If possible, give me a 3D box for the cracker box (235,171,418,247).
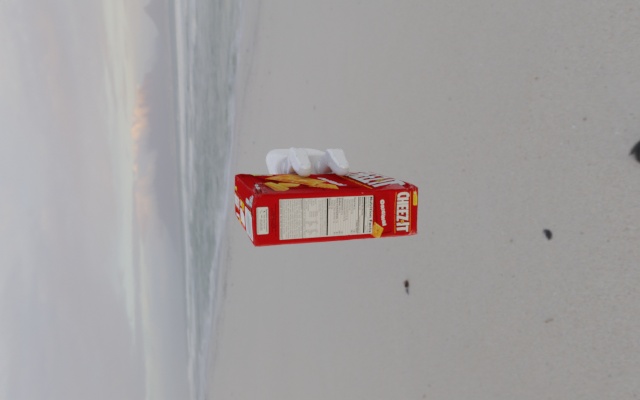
[{"bbox_3d":[0.000,0.002,0.649,0.214,0.072,0.164,-3,12,-17],"label":"cracker box"}]
